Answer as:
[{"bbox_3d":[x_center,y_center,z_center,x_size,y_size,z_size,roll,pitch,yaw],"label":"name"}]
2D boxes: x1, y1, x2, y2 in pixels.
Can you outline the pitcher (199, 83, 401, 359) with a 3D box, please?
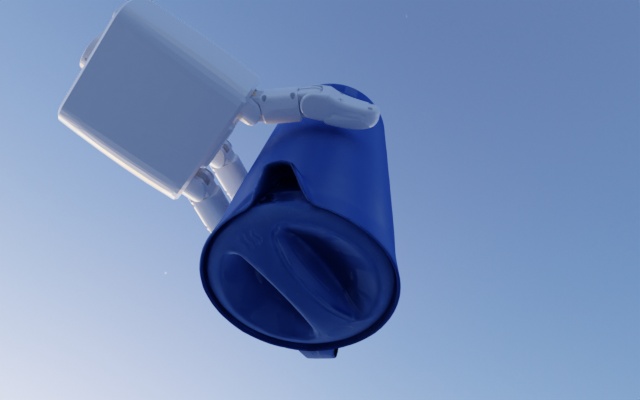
[{"bbox_3d":[0.000,0.001,0.412,0.145,0.149,0.242,33,33,-14],"label":"pitcher"}]
